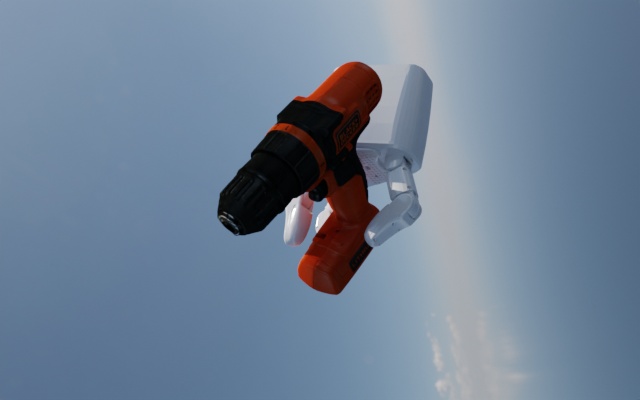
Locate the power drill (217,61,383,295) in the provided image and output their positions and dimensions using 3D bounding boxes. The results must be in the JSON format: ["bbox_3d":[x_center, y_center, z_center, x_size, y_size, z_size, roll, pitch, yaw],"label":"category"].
[{"bbox_3d":[0.000,0.001,0.415,0.057,0.184,0.188,24,-33,28],"label":"power drill"}]
